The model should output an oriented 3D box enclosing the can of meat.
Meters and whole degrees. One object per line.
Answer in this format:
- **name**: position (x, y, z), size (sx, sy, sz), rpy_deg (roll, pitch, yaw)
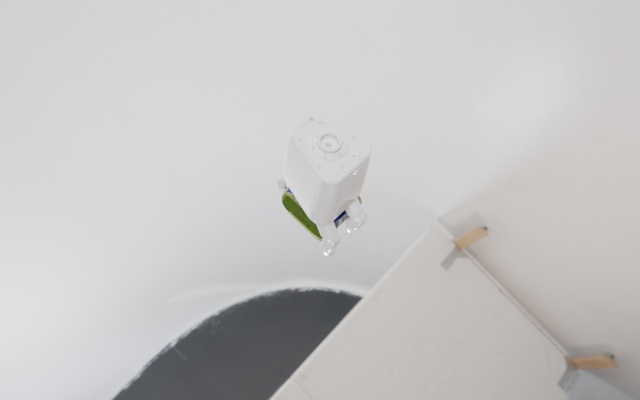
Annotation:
- **can of meat**: position (0.000, 0.003, 0.766), size (0.084, 0.102, 0.057), rpy_deg (-42, -14, -27)
